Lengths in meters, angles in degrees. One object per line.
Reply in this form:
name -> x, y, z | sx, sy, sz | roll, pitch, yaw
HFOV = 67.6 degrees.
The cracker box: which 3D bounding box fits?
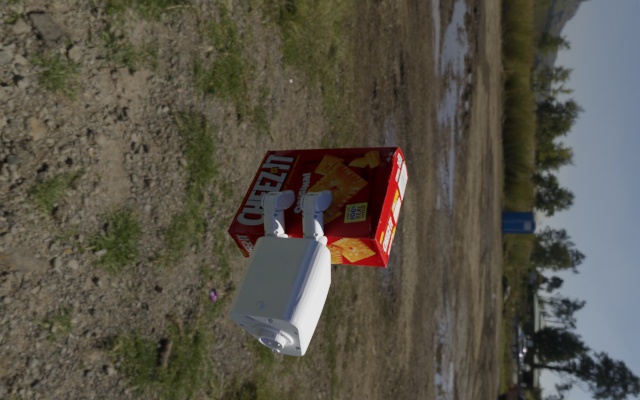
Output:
cracker box -> 0.000, 0.002, 0.667 | 0.213, 0.164, 0.072 | 1, -40, 24
